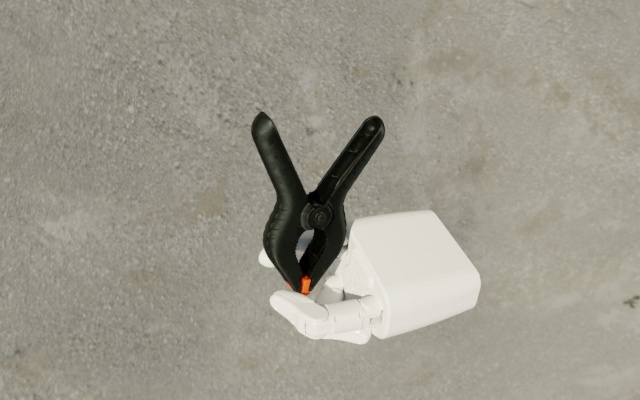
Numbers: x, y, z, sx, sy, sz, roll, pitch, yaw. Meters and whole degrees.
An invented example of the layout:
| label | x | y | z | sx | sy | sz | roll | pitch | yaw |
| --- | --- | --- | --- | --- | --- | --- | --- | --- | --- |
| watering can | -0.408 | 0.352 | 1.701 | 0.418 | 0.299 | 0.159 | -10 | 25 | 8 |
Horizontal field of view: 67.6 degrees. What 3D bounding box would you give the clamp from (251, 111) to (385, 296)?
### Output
| label | x | y | z | sx | sy | sz | roll | pitch | yaw |
| --- | --- | --- | --- | --- | --- | --- | --- | --- | --- |
| clamp | 0.000 | 0.002 | 0.414 | 0.120 | 0.171 | 0.039 | -10 | 31 | -22 |
